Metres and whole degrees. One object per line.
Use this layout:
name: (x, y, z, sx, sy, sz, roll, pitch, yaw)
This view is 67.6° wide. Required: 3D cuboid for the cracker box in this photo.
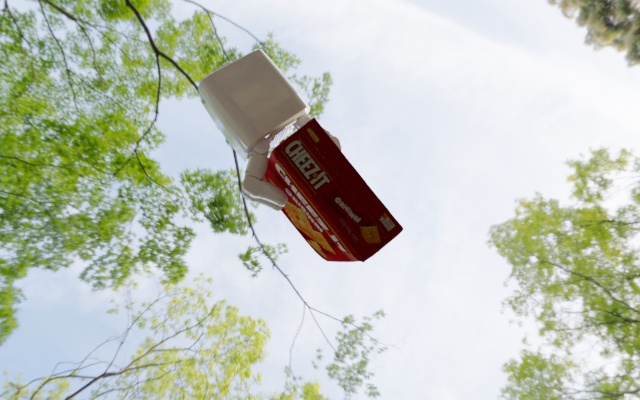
cracker box: (0.000, 0.002, 0.629, 0.072, 0.164, 0.214, -40, 1, -12)
